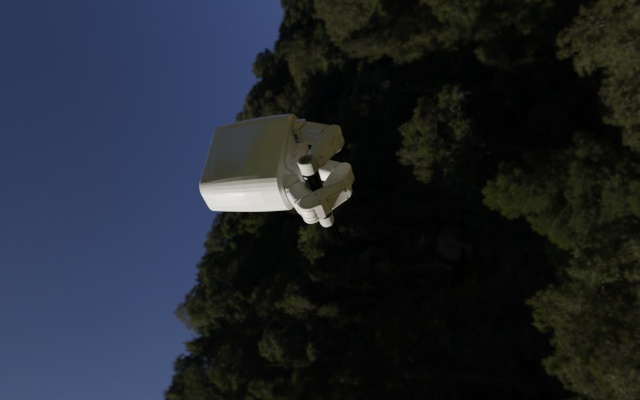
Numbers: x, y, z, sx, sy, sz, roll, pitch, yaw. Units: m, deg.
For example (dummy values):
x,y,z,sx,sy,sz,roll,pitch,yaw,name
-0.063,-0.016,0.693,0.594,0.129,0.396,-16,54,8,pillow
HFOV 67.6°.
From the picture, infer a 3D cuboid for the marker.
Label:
x,y,z,sx,sy,sz,roll,pitch,yaw,name
0.000,0.002,0.537,0.020,0.121,0.020,-12,39,10,marker
